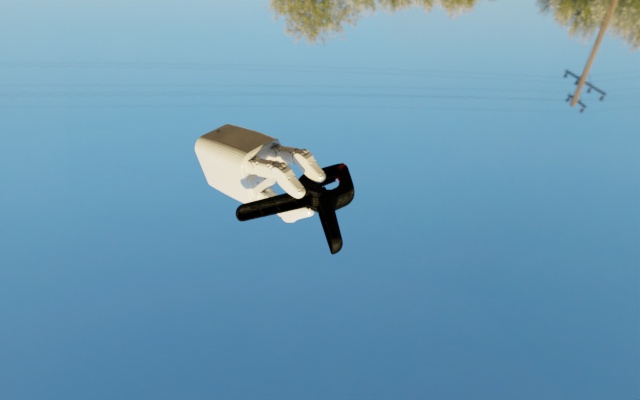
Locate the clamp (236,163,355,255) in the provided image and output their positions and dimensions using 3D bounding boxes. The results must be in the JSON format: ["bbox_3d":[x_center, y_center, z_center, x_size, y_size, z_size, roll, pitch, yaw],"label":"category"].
[{"bbox_3d":[0.000,0.003,0.721,0.164,0.036,0.210,23,38,25],"label":"clamp"}]
